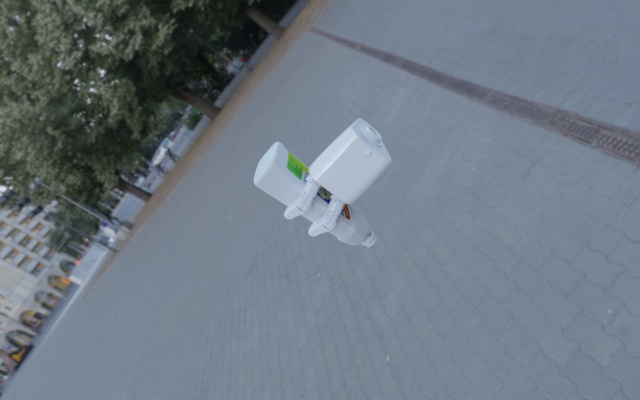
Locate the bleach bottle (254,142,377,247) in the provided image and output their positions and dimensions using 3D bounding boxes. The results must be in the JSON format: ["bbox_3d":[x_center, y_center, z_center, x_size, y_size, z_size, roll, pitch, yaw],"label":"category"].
[{"bbox_3d":[0.000,0.003,0.867,0.251,0.068,0.102,36,25,-19],"label":"bleach bottle"}]
